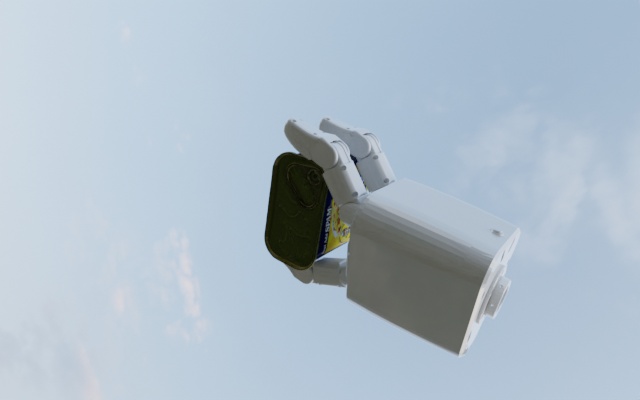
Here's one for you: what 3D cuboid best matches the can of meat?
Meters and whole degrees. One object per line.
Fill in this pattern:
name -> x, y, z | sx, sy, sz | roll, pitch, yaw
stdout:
can of meat -> 0.000, 0.001, 0.441 | 0.057, 0.102, 0.084 | 21, 24, 29
